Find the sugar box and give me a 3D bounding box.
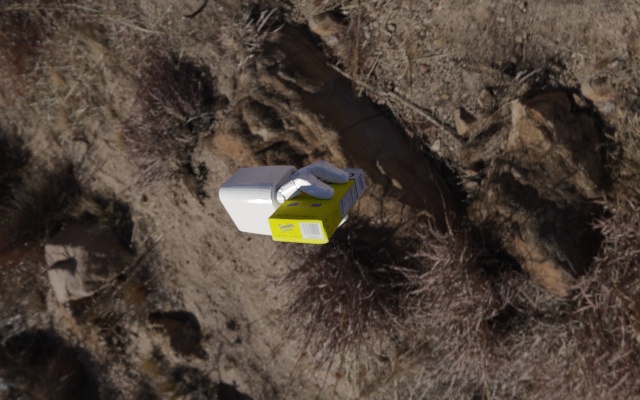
[{"bbox_3d":[0.000,0.002,0.759,0.093,0.048,0.176,2,31,25],"label":"sugar box"}]
